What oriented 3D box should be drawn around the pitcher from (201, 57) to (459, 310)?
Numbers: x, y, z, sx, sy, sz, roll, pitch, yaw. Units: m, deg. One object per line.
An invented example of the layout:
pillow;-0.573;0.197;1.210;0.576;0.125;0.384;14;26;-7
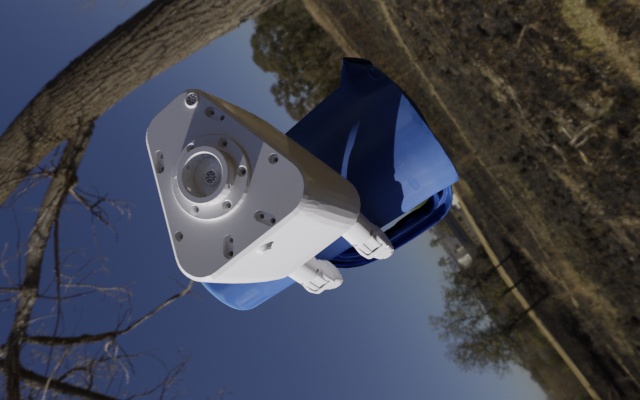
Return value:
pitcher;0.000;0.001;0.450;0.243;0.149;0.145;-37;-14;11
